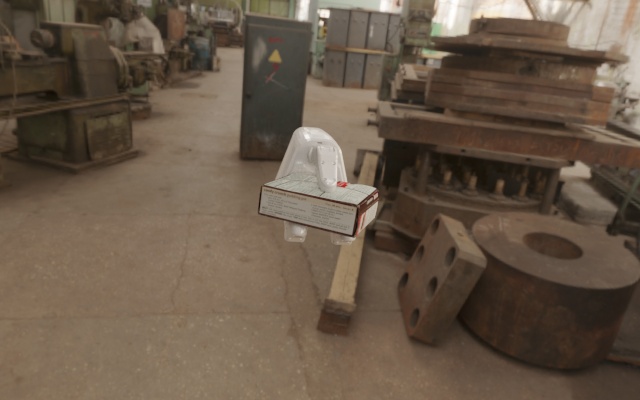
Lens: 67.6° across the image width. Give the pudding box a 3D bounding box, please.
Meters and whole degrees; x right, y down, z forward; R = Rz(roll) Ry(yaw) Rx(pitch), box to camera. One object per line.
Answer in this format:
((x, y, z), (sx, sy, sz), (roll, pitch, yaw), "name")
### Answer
((0.000, 0.002, 0.530), (0.113, 0.039, 0.090), (11, 16, 18), "pudding box")
